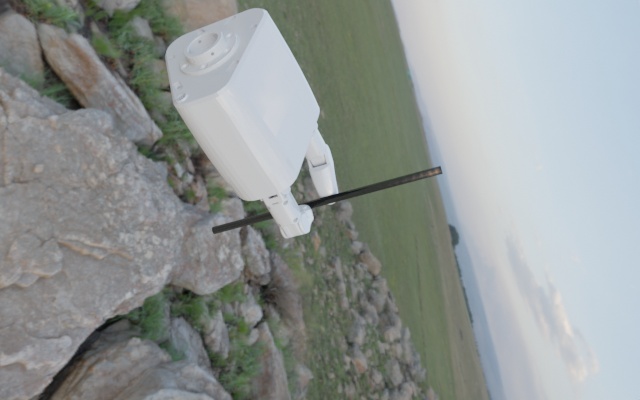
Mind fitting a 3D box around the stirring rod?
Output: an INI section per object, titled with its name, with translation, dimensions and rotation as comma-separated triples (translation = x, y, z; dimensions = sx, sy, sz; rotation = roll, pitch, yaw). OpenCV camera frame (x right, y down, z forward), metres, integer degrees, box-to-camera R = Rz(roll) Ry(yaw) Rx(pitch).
[stirring rod]
translation = 0.000, 0.002, 0.474
dimensions = 0.239, 0.011, 0.011
rotation = -15, -4, 14
